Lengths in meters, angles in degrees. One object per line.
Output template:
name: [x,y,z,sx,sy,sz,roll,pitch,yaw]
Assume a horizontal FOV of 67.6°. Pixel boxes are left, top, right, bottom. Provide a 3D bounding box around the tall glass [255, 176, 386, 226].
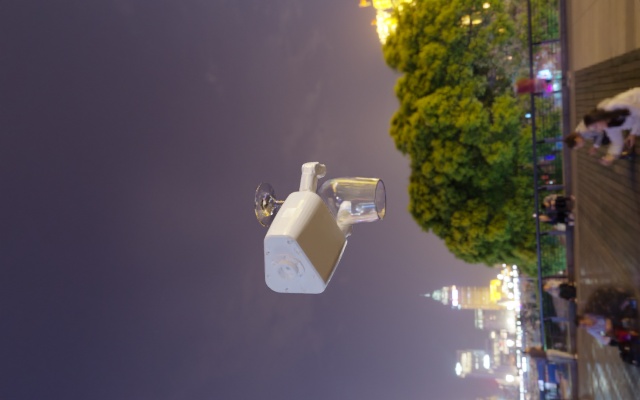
tall glass: [0.000,0.002,0.763,0.201,0.079,0.079,-3,-1,22]
